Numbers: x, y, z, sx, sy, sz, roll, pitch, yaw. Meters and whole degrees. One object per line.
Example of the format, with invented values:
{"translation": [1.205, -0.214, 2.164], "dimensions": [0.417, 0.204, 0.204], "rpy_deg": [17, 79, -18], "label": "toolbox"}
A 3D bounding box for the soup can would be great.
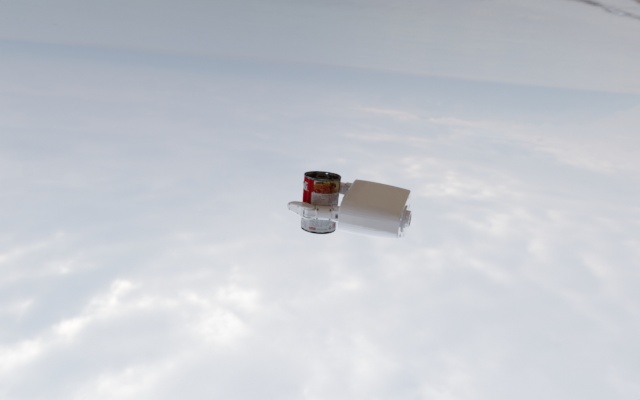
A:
{"translation": [0.000, 0.003, 0.869], "dimensions": [0.068, 0.102, 0.068], "rpy_deg": [4, 16, -1], "label": "soup can"}
